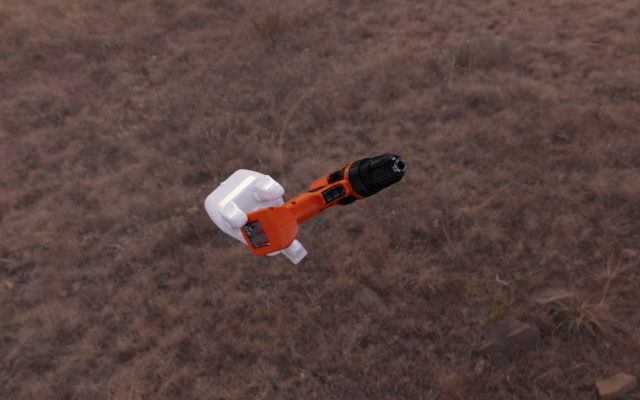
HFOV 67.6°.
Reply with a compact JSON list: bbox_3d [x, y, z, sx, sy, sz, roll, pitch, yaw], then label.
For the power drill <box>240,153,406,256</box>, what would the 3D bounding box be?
[{"bbox_3d":[0.000,0.002,0.618,0.187,0.057,0.184,-28,3,-35],"label":"power drill"}]
